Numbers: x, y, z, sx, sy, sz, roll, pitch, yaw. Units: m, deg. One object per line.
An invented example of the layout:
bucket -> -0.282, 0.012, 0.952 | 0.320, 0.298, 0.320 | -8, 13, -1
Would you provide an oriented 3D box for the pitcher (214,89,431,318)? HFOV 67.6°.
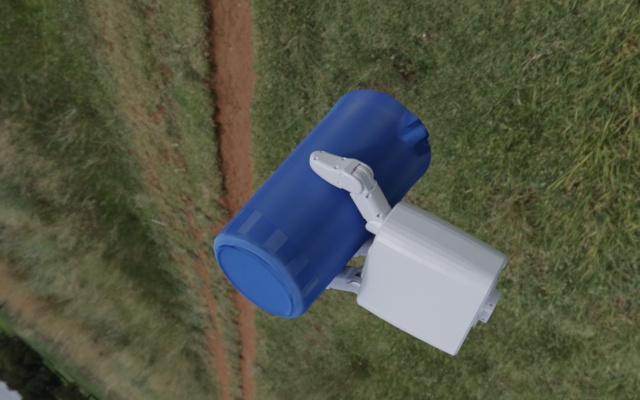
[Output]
pitcher -> 0.000, 0.002, 0.509 | 0.145, 0.149, 0.242 | 28, 54, 21
